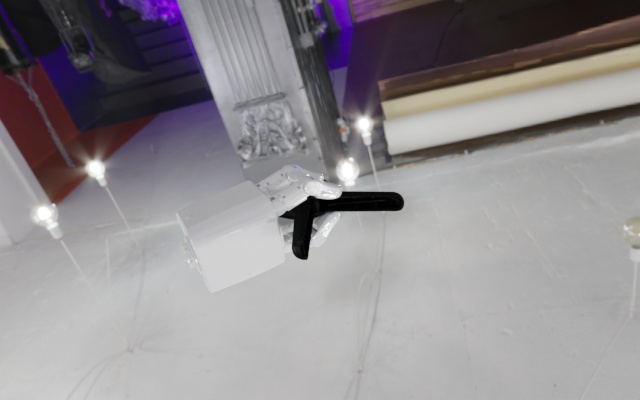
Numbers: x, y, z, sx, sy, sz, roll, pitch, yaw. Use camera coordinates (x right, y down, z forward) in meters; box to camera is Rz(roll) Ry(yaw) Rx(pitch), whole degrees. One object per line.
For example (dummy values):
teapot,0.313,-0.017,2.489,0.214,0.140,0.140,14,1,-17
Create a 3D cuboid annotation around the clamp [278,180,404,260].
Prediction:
clamp,0.000,0.003,0.657,0.164,0.036,0.210,-21,28,-20
